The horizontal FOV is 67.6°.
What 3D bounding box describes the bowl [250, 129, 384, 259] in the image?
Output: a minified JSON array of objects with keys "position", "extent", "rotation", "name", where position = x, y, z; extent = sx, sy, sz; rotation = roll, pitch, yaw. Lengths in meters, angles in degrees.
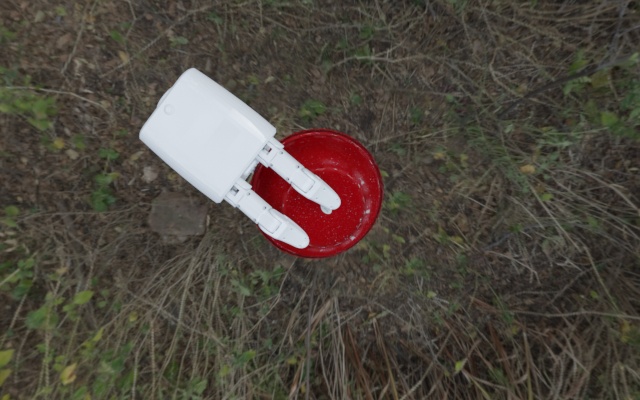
[{"position":[0.001,0.002,0.547],"extent":[0.162,0.162,0.055],"rotation":[0,16,-9],"name":"bowl"}]
